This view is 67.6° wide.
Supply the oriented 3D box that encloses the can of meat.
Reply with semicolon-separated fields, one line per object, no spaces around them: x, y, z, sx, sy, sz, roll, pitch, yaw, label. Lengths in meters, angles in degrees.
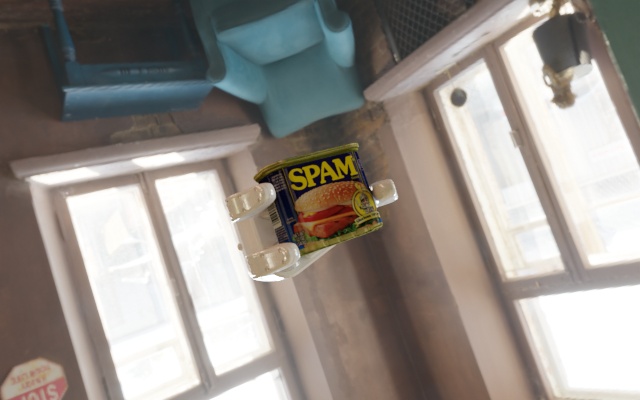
0.000;0.002;0.444;0.102;0.084;0.057;-16;-6;-28;can of meat
